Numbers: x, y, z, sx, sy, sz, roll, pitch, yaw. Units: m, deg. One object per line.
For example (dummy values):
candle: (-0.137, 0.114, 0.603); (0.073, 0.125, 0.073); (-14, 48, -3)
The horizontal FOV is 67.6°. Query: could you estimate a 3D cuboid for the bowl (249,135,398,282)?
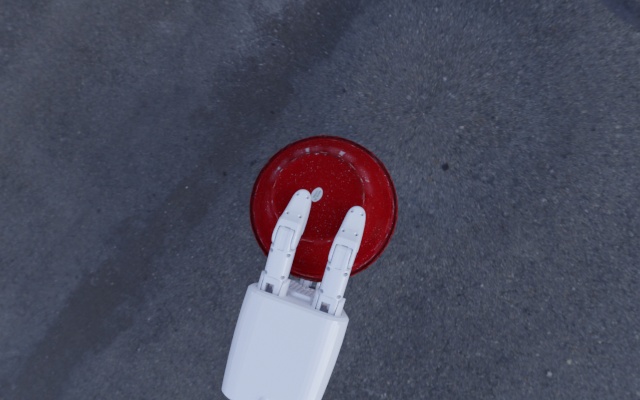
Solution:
bowl: (0.000, 0.000, 0.492); (0.162, 0.162, 0.055); (0, -12, 5)
